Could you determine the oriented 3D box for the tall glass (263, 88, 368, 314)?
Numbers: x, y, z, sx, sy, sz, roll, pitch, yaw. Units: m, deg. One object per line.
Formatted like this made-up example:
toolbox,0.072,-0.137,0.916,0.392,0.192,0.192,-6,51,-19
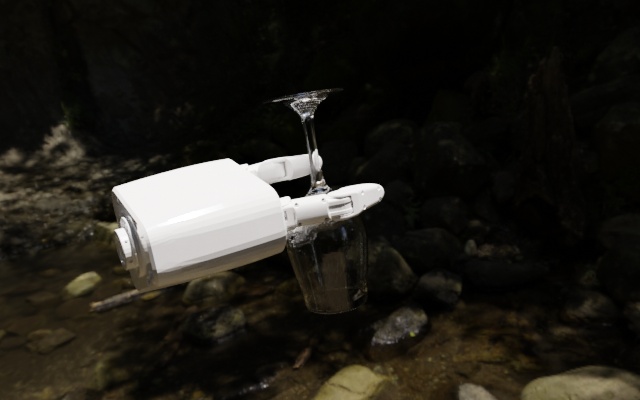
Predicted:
tall glass,0.000,0.001,0.449,0.079,0.201,0.079,-9,11,2
